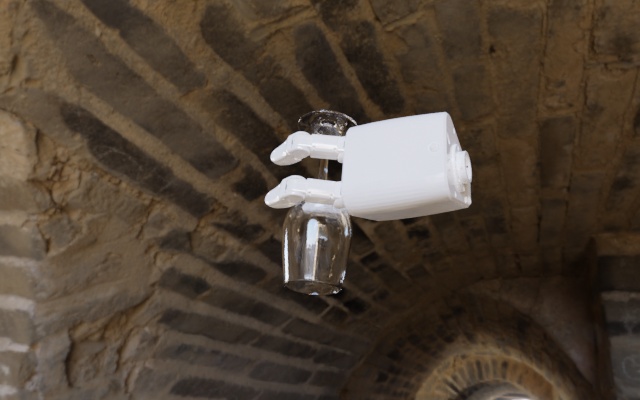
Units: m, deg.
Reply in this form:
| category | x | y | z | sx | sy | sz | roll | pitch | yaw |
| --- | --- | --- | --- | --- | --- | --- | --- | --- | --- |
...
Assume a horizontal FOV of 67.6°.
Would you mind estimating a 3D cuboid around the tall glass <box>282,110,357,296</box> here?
| category | x | y | z | sx | sy | sz | roll | pitch | yaw |
| --- | --- | --- | --- | --- | --- | --- | --- | --- | --- |
| tall glass | 0.000 | 0.001 | 0.542 | 0.079 | 0.201 | 0.079 | 5 | -24 | 2 |
